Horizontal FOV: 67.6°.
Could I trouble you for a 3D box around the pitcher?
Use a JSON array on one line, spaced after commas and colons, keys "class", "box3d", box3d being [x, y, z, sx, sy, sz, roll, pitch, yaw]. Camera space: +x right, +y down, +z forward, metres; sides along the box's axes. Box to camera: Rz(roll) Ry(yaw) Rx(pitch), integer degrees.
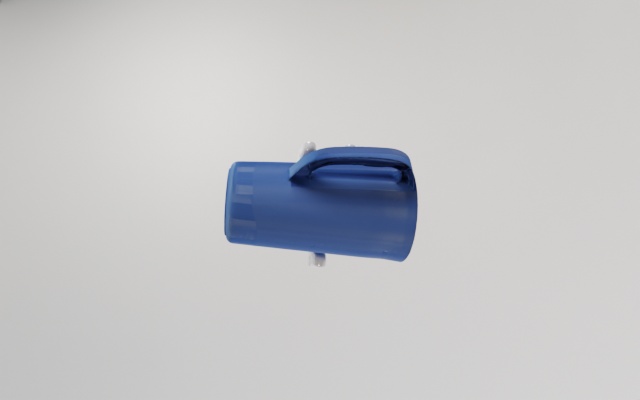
[{"class": "pitcher", "box3d": [0.000, 0.002, 0.629, 0.243, 0.149, 0.145, 4, 4, -8]}]
